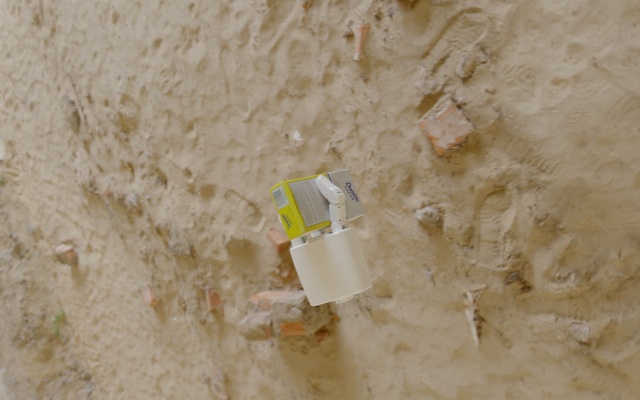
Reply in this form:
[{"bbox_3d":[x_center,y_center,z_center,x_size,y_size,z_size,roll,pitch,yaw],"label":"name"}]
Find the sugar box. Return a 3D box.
[{"bbox_3d":[0.000,0.003,0.831,0.048,0.093,0.176,-28,-10,37],"label":"sugar box"}]
